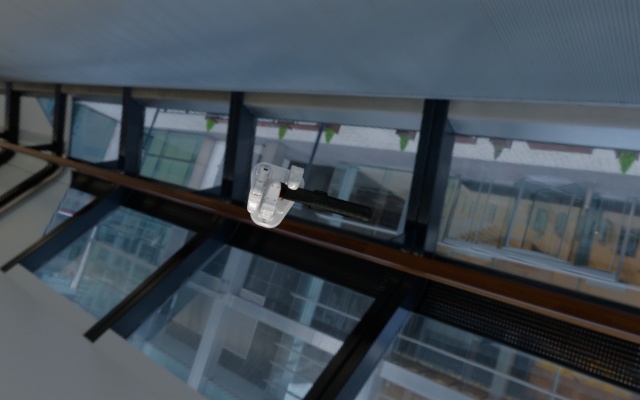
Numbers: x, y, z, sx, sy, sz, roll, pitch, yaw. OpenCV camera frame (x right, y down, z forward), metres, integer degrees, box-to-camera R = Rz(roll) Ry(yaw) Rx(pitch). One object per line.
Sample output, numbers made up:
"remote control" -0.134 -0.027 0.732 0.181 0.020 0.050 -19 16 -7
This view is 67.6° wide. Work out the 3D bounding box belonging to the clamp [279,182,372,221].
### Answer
"clamp" 0.000 0.003 0.849 0.171 0.039 0.120 18 -9 -5
